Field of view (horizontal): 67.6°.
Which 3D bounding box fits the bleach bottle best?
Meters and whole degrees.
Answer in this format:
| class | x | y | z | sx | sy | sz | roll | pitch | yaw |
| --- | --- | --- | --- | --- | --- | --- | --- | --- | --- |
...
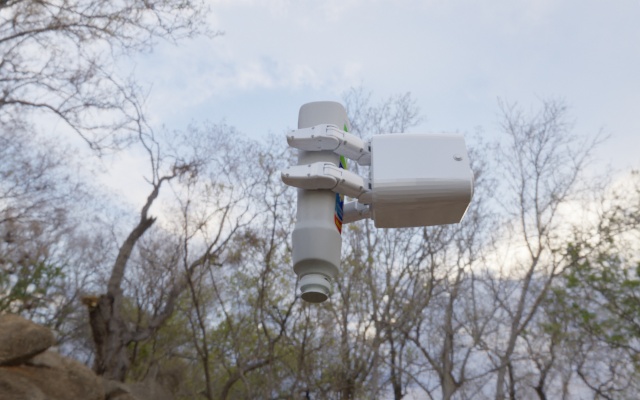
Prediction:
| class | x | y | z | sx | sy | sz | roll | pitch | yaw |
| --- | --- | --- | --- | --- | --- | --- | --- | --- | --- |
| bleach bottle | 0.000 | 0.002 | 0.565 | 0.068 | 0.250 | 0.103 | -2 | -36 | 7 |
